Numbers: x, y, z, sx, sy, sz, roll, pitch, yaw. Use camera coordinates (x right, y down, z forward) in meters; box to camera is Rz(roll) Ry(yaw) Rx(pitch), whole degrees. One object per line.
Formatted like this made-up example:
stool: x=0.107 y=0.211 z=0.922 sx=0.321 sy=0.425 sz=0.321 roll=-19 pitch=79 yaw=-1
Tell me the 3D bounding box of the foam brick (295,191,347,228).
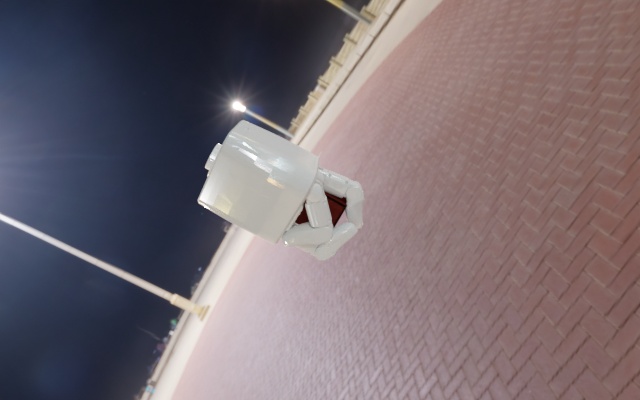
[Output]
foam brick: x=0.000 y=0.002 z=0.616 sx=0.051 sy=0.053 sz=0.078 roll=27 pitch=20 yaw=-8
